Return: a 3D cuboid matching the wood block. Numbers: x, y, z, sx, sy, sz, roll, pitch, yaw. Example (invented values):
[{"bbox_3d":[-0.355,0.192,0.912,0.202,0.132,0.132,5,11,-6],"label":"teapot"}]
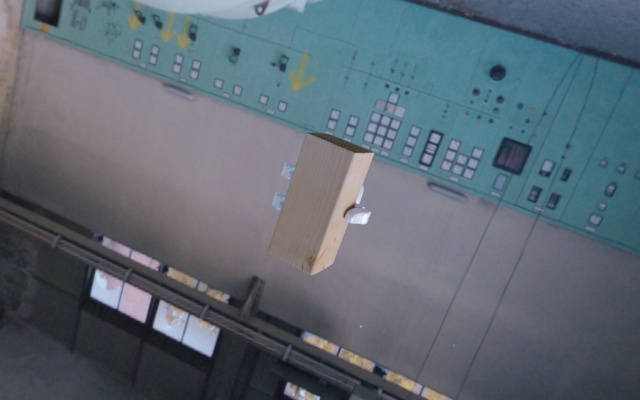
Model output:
[{"bbox_3d":[0.001,0.003,0.777,0.091,0.206,0.090,25,16,21],"label":"wood block"}]
